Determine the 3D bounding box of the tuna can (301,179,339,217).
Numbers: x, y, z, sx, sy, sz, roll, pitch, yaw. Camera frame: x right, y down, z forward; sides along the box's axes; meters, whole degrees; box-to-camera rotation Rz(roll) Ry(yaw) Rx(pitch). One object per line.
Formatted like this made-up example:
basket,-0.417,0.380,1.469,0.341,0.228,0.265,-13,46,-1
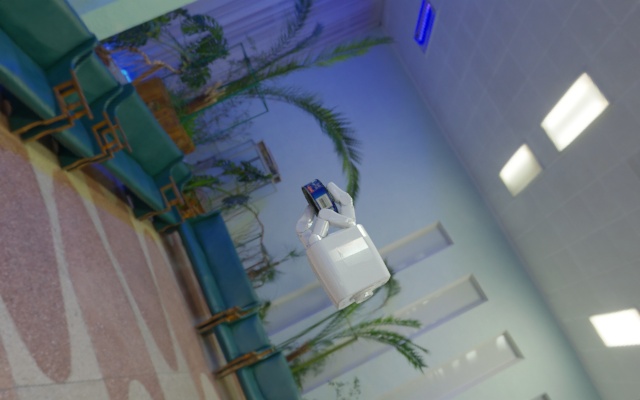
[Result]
tuna can,0.001,0.003,0.894,0.034,0.086,0.086,-31,5,-8
